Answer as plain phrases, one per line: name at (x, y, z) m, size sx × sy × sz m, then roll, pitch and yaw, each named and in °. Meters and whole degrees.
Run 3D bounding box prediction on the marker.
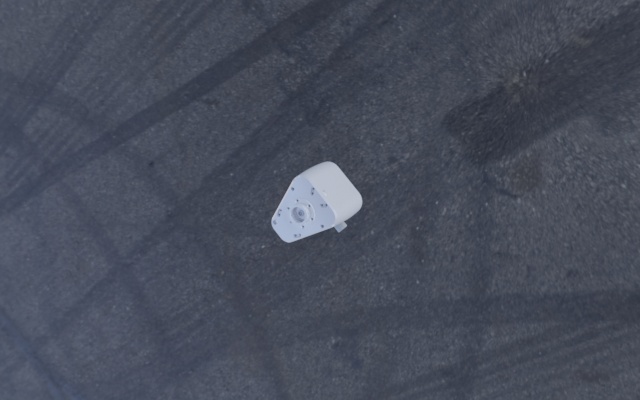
marker at (0.000, 0.003, 0.821) m, size 0.020 × 0.121 × 0.020 m, roll -39°, pitch -5°, yaw -4°
